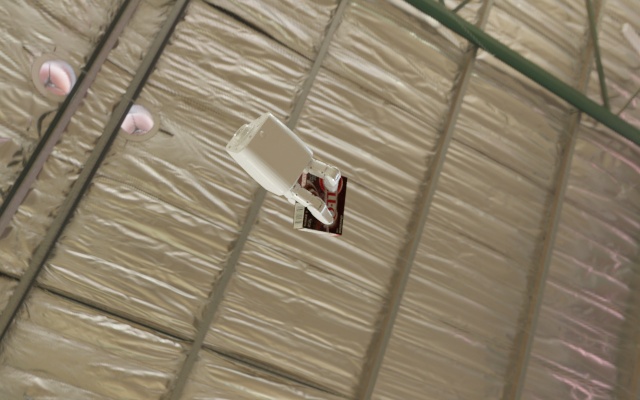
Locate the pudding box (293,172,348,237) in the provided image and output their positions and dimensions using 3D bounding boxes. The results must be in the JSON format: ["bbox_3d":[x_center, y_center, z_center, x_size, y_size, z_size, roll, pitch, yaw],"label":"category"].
[{"bbox_3d":[0.000,0.003,0.860,0.090,0.113,0.039,13,-10,-34],"label":"pudding box"}]
